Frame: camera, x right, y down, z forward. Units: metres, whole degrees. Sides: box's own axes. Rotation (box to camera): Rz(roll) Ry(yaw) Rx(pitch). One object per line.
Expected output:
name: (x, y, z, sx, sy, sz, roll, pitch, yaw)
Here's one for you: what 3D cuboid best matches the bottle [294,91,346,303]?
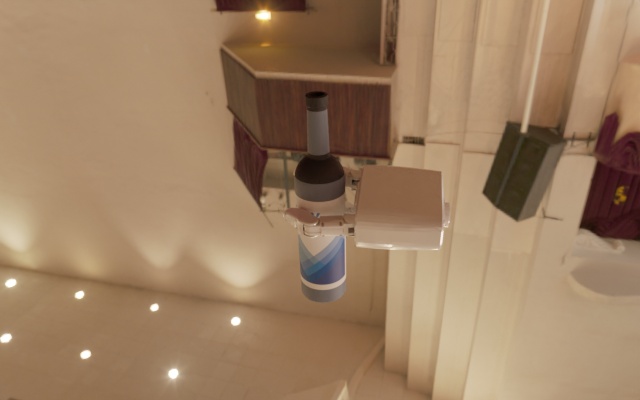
bottle: (0.000, 0.002, 0.639, 0.069, 0.296, 0.069, -2, 29, 1)
